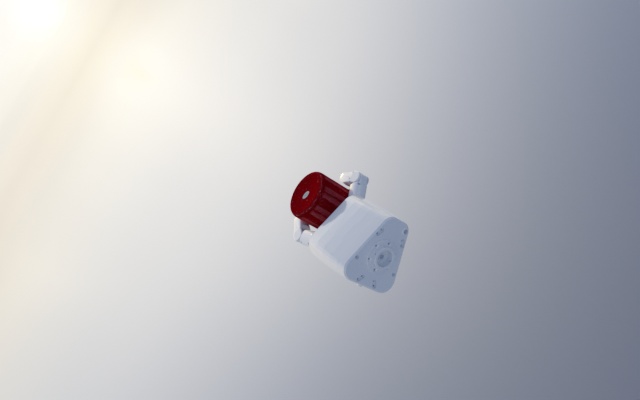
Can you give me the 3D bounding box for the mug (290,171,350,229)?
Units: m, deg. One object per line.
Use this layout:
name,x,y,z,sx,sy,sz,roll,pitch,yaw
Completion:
mug,-0.001,0.002,0.781,0.081,0.093,0.117,30,-1,-32
